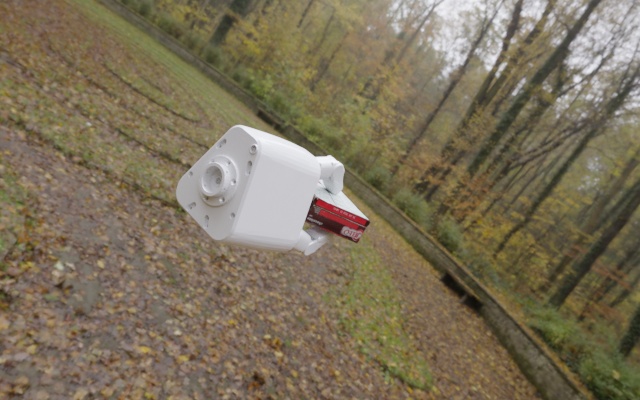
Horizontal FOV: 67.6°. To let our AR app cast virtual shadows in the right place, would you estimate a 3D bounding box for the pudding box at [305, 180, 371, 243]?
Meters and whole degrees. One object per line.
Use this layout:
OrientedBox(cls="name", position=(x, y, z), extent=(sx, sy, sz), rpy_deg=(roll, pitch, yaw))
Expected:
OrientedBox(cls="pudding box", position=(0.000, 0.002, 0.610), extent=(0.090, 0.039, 0.113), rpy_deg=(25, 15, -31))
